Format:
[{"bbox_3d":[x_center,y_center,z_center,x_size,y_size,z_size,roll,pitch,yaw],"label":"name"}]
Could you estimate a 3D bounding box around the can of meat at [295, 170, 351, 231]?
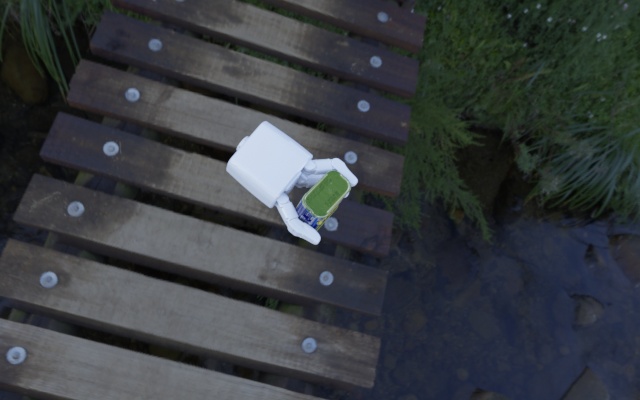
[{"bbox_3d":[0.000,0.003,0.839,0.102,0.057,0.084,-47,-3,-29],"label":"can of meat"}]
